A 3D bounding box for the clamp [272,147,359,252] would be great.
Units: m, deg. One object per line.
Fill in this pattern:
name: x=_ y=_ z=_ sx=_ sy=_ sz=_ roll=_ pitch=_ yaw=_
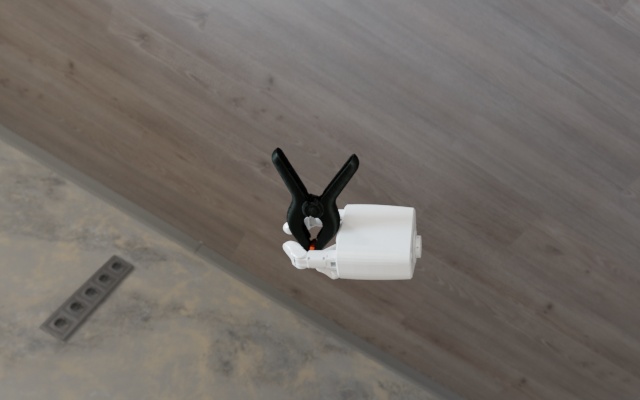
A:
clamp: x=0.000 y=0.003 z=0.684 sx=0.120 sy=0.171 sz=0.039 roll=0 pitch=29 yaw=15
